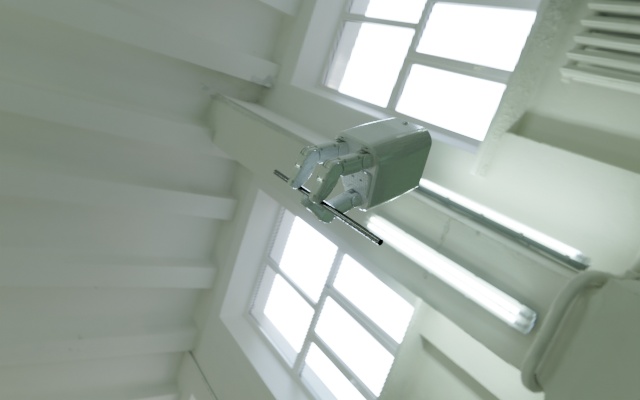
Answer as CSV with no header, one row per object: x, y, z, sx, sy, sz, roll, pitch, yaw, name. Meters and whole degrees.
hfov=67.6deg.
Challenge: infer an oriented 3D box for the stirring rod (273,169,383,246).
0.000,0.002,0.618,0.011,0.011,0.239,0,22,-37,stirring rod
